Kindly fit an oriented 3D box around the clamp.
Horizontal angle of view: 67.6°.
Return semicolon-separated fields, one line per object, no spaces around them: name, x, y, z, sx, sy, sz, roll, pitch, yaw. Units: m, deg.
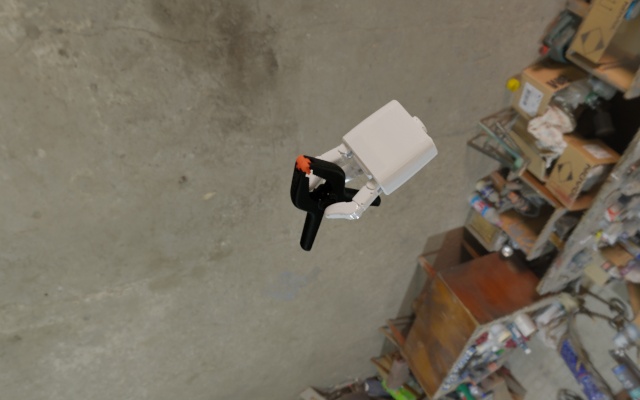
clamp;0.000;0.003;0.778;0.164;0.036;0.210;-38;-37;5
